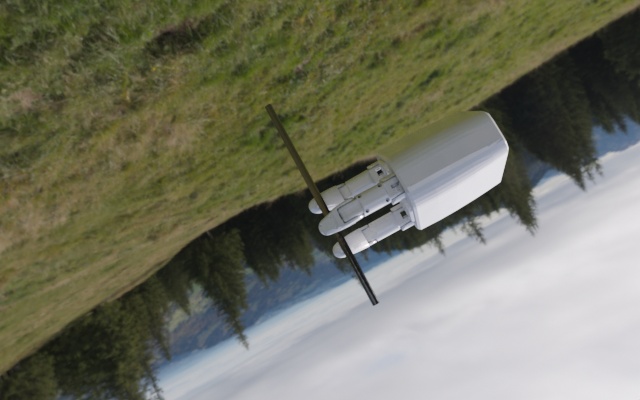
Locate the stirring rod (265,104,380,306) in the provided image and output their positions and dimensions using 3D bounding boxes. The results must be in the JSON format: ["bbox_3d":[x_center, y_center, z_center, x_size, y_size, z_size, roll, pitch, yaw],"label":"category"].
[{"bbox_3d":[0.000,0.002,0.505,0.011,0.239,0.011,-28,-7,-4],"label":"stirring rod"}]
